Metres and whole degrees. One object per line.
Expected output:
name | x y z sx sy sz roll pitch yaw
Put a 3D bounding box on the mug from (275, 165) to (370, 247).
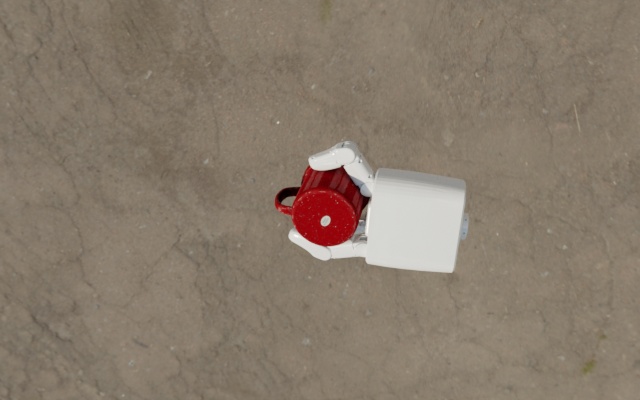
mug | -0.001 0.002 0.592 0.117 0.093 0.081 6 30 11
